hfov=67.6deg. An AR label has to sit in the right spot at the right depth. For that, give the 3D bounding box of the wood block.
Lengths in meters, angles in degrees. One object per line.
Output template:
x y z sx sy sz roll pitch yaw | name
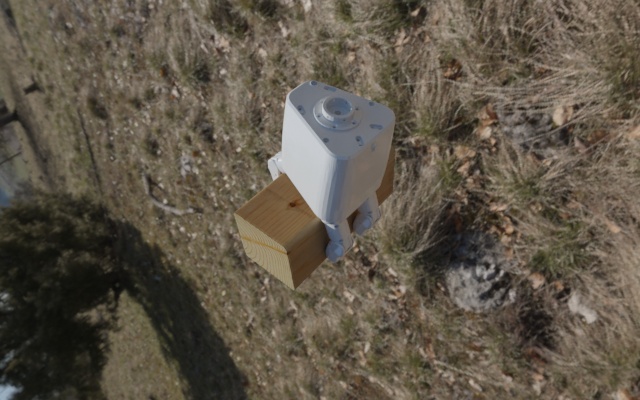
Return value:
0.000 0.002 0.622 0.090 0.090 0.206 31 57 29 | wood block
